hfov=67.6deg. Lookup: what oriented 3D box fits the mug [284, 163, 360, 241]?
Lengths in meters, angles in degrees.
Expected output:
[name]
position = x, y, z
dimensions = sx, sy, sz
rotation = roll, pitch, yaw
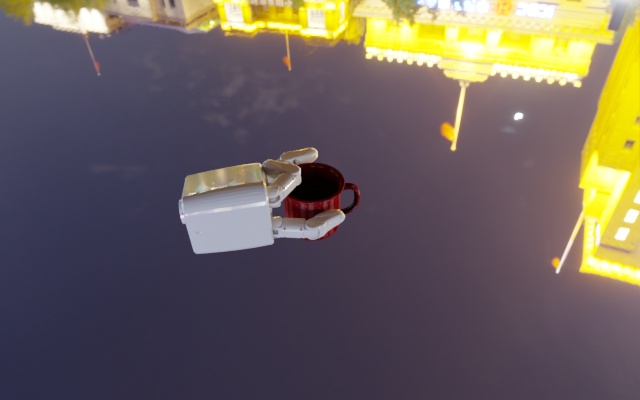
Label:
[mug]
position = 0.002, 0.002, 0.699
dimensions = 0.117, 0.082, 0.093
rotation = -8, 41, -8
